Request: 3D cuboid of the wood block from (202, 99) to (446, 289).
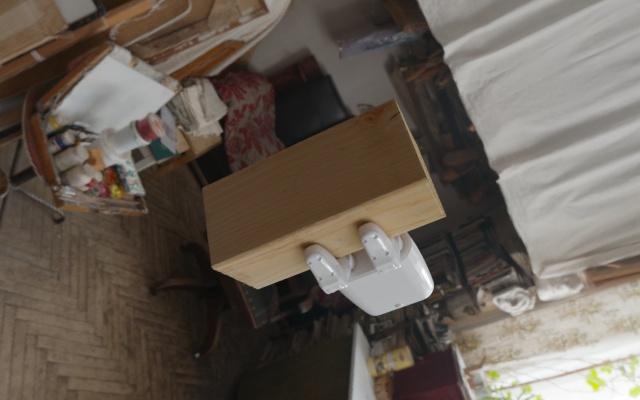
[{"bbox_3d":[0.000,0.001,0.461,0.206,0.090,0.090,-23,-31,15],"label":"wood block"}]
